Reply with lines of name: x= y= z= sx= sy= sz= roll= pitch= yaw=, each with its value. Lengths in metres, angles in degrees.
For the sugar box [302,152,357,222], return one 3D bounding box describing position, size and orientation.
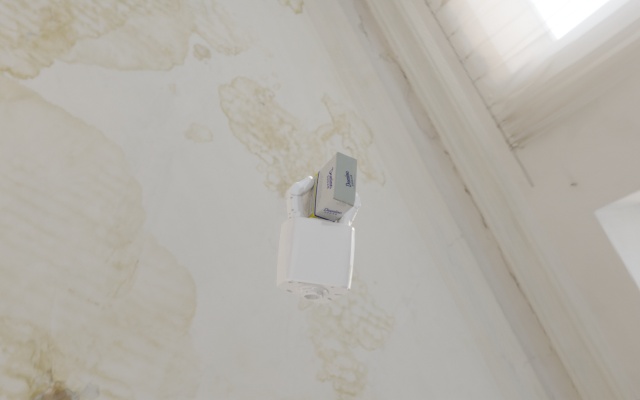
sugar box: x=0.001 y=0.003 z=0.817 sx=0.048 sy=0.093 sz=0.176 roll=20 pitch=-34 yaw=-23
